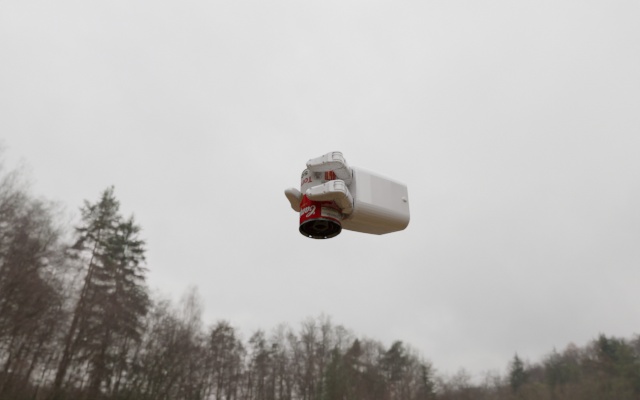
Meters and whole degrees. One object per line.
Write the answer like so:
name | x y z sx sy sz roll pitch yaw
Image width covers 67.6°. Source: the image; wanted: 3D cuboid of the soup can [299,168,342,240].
soup can | 0.000 0.002 0.768 0.068 0.102 0.068 0 -30 0
